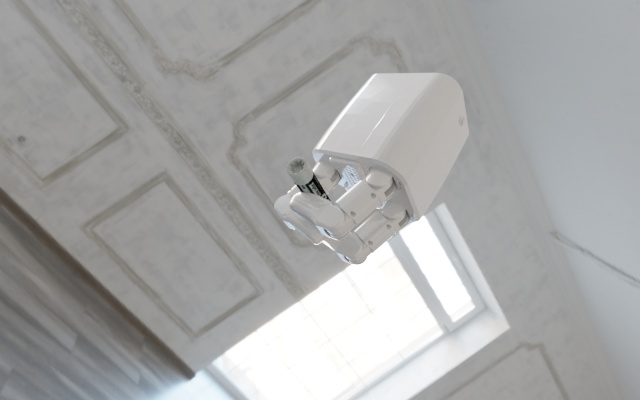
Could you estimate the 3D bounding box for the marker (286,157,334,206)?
[{"bbox_3d":[0.000,0.001,0.439,0.020,0.020,0.121,0,-29,22],"label":"marker"}]
